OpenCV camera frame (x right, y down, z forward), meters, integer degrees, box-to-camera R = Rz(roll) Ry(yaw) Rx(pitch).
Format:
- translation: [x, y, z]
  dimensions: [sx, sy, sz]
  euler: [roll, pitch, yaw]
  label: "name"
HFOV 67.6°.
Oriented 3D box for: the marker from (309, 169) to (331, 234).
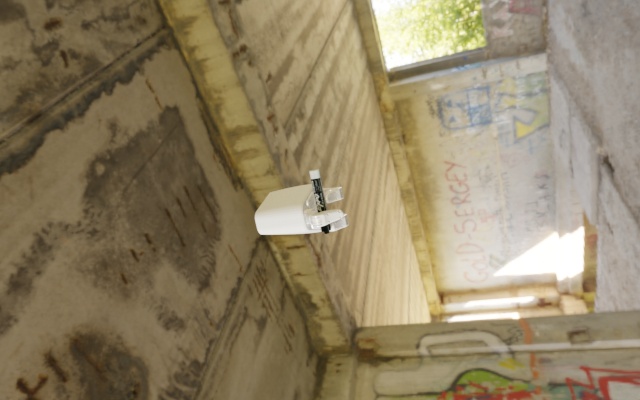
- translation: [0.000, 0.003, 0.880]
  dimensions: [0.020, 0.121, 0.020]
  euler: [-11, 9, 2]
  label: "marker"
